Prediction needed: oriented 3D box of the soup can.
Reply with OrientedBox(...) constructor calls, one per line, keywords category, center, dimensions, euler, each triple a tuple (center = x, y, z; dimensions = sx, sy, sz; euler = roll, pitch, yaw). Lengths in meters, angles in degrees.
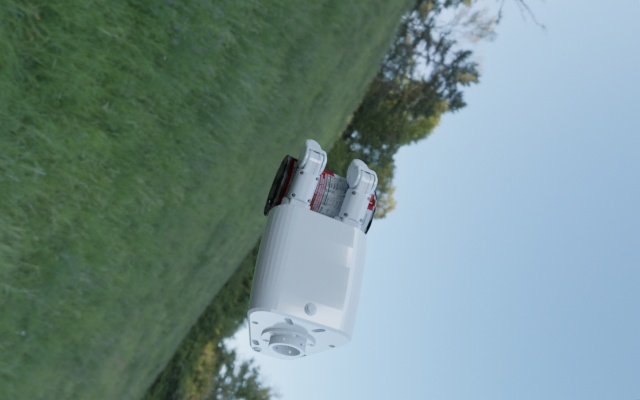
OrientedBox(category="soup can", center=(0.000, 0.001, 0.504), dimensions=(0.102, 0.068, 0.068), euler=(21, -5, -13))
